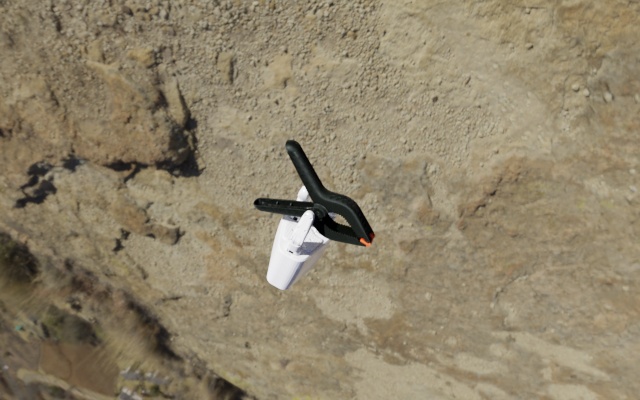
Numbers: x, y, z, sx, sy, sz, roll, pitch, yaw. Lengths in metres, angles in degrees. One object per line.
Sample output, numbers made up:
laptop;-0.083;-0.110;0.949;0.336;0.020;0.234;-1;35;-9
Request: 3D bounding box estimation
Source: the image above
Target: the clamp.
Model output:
clamp;0.000;0.003;0.773;0.210;0.165;0.036;29;44;3
